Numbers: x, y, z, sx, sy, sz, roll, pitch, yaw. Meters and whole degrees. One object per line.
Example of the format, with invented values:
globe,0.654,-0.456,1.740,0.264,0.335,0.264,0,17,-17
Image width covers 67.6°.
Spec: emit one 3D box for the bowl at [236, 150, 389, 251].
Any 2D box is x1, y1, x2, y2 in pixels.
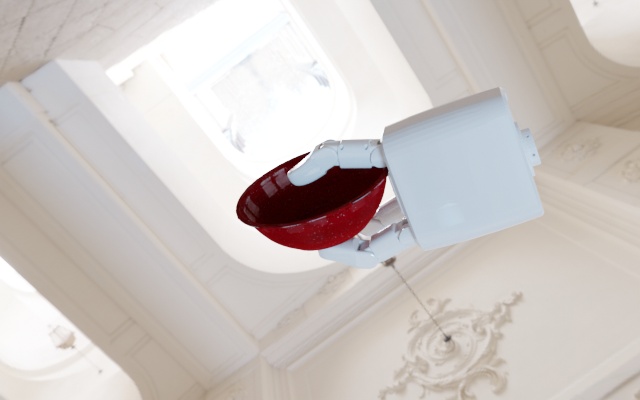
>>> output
bowl,-0.001,0.002,0.478,0.162,0.055,0.162,-17,26,8
